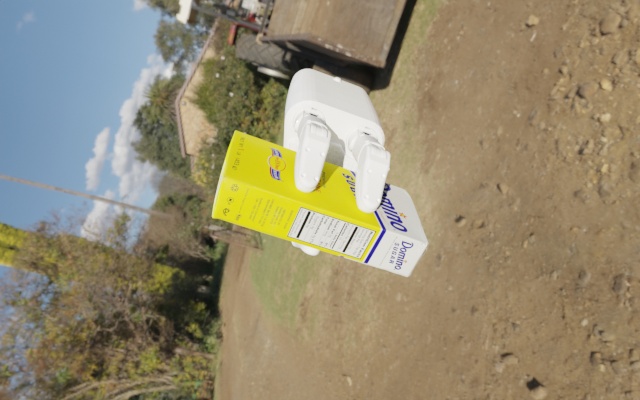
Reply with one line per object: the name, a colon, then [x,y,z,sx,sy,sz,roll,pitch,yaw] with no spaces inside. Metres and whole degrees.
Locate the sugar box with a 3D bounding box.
sugar box: [0.000,0.001,0.416,0.176,0.048,0.093,16,29,-13]
